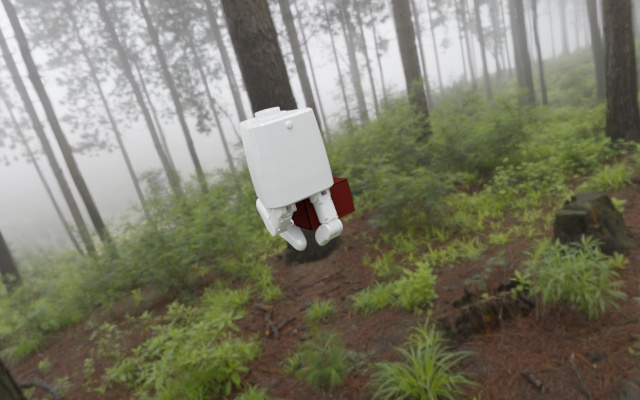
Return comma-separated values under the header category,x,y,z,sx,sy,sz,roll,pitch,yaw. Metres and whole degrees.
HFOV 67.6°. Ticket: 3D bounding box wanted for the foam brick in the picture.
category,x,y,z,sx,sy,sz,roll,pitch,yaw
foam brick,0.000,0.002,0.675,0.078,0.051,0.053,-23,18,-28
